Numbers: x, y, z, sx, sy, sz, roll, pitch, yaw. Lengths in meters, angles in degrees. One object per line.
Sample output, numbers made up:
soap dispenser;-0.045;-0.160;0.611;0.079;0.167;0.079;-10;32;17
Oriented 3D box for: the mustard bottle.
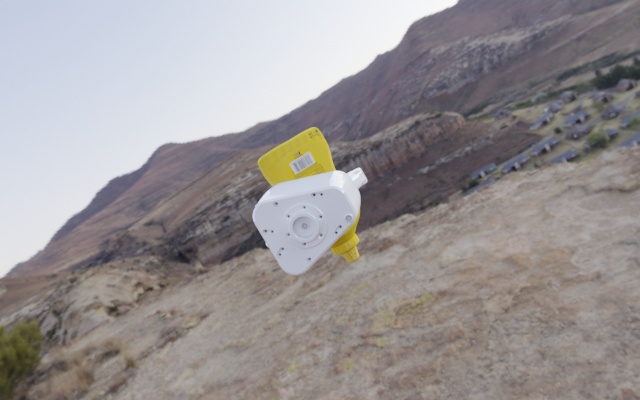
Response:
mustard bottle;0.000;0.002;0.666;0.096;0.191;0.058;-32;7;-14
